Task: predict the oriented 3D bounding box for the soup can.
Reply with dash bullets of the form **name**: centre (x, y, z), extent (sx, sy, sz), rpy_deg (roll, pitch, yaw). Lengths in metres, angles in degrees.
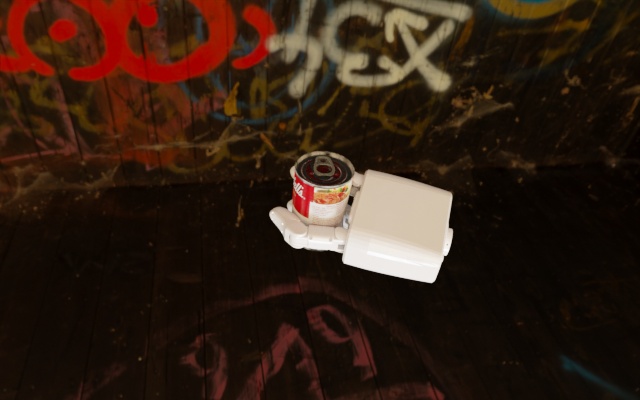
- **soup can**: centre (0.000, 0.002, 0.567), extent (0.068, 0.102, 0.068), rpy_deg (4, 40, -4)
